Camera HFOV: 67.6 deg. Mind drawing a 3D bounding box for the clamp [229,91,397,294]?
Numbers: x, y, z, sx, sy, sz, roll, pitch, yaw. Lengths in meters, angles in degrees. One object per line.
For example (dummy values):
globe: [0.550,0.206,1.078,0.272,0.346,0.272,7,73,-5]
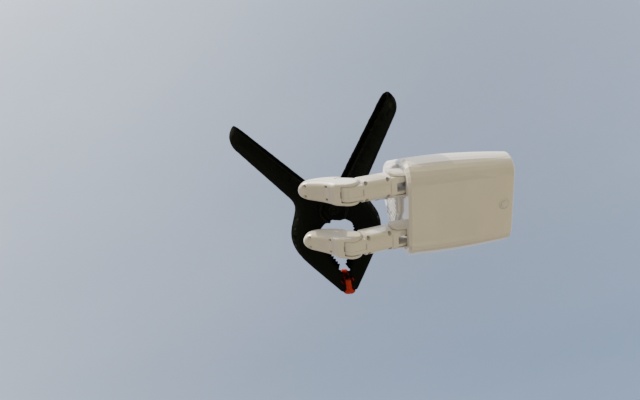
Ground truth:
clamp: [0.000,0.002,0.492,0.164,0.210,0.036,-6,20,-3]
